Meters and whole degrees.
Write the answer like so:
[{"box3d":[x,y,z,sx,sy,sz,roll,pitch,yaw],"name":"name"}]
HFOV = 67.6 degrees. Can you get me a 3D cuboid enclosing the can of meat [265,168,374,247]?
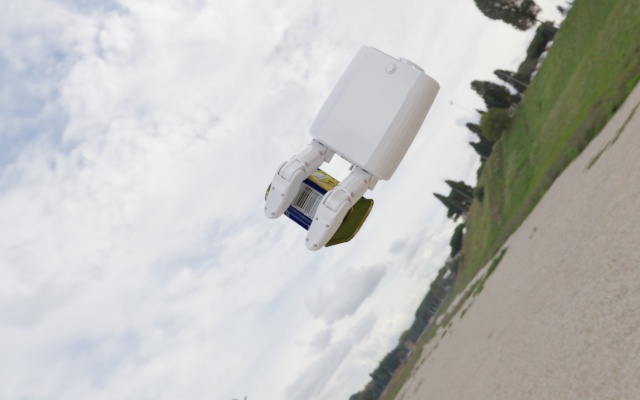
[{"box3d":[0.000,0.002,0.520,0.084,0.057,0.102,34,13,19],"name":"can of meat"}]
